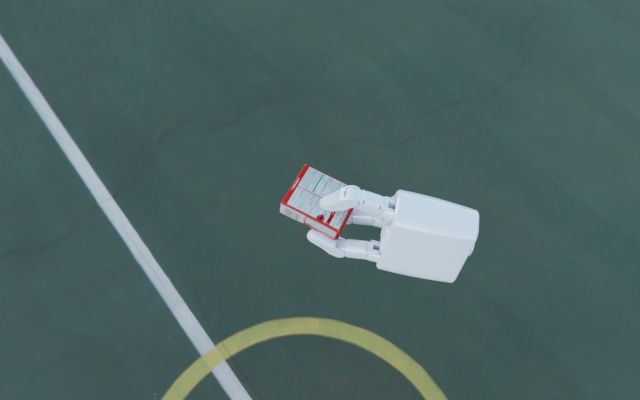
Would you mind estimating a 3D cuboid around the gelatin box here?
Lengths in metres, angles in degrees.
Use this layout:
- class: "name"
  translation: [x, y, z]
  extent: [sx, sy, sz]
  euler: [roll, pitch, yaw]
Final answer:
- class: "gelatin box"
  translation: [0.000, 0.002, 0.647]
  extent: [0.089, 0.073, 0.030]
  euler: [27, -30, 5]
